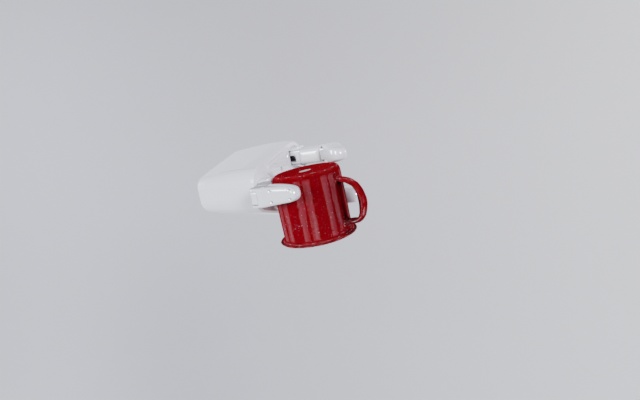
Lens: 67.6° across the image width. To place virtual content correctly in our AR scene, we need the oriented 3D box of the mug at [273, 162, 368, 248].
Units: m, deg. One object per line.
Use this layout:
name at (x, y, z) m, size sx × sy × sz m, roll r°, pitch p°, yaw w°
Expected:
mug at (0.001, 0.002, 0.558) m, size 0.117 × 0.081 × 0.093 m, roll -4°, pitch 14°, yaw 35°
